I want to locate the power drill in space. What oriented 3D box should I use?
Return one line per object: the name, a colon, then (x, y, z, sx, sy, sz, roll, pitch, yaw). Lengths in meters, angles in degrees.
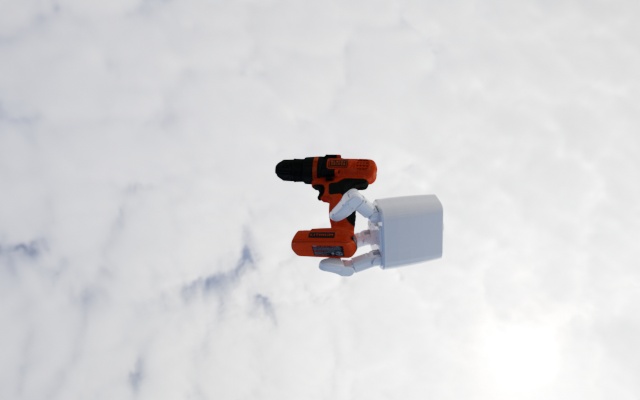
power drill: (0.000, 0.003, 0.813, 0.184, 0.187, 0.057, 1, -32, 12)
